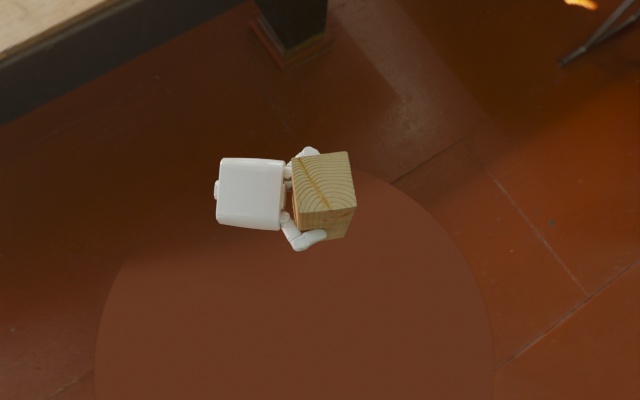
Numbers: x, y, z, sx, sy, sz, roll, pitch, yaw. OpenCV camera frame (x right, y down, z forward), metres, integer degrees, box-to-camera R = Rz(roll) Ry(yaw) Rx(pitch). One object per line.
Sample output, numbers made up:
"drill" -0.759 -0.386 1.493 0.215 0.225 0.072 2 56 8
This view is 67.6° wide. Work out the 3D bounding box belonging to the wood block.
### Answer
"wood block" 0.000 0.003 0.806 0.090 0.090 0.206 -7 -16 -5
